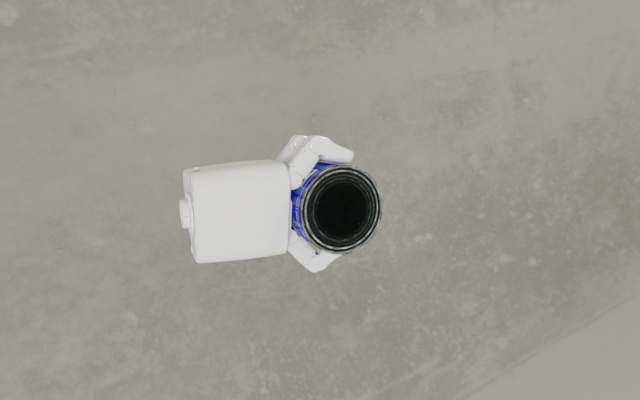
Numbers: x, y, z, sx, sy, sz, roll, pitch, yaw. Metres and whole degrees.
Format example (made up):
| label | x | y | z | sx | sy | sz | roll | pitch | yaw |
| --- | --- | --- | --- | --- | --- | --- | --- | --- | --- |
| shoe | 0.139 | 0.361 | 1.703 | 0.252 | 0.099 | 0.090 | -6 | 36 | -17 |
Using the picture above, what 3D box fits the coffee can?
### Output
| label | x | y | z | sx | sy | sz | roll | pitch | yaw |
| --- | --- | --- | --- | --- | --- | --- | --- | --- | --- |
| coffee can | 0.000 | 0.002 | 0.599 | 0.103 | 0.103 | 0.140 | 0 | 7 | -22 |
